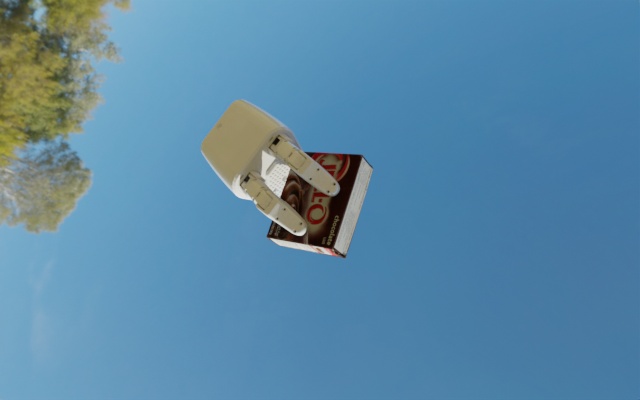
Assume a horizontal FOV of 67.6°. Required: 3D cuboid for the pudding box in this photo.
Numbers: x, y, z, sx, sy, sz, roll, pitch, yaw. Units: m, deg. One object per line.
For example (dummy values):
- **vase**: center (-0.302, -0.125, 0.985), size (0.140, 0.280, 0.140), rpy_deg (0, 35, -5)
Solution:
- **pudding box**: center (0.000, 0.002, 0.535), size (0.090, 0.113, 0.039), rpy_deg (6, -18, 35)
